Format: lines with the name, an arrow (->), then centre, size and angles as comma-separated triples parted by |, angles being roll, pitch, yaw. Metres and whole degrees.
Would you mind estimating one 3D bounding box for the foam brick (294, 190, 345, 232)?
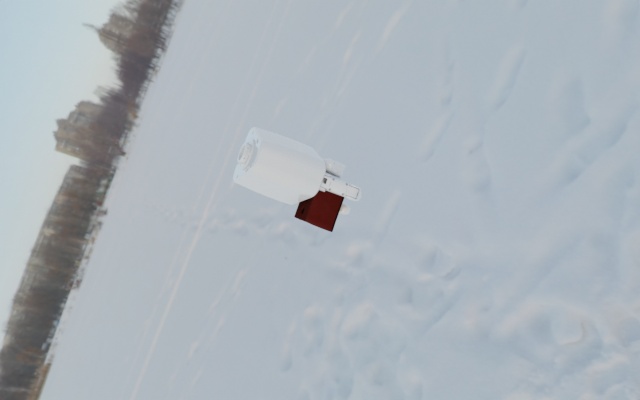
foam brick -> 0.000, 0.003, 0.758 | 0.051, 0.078, 0.053 | 20, -1, -24
